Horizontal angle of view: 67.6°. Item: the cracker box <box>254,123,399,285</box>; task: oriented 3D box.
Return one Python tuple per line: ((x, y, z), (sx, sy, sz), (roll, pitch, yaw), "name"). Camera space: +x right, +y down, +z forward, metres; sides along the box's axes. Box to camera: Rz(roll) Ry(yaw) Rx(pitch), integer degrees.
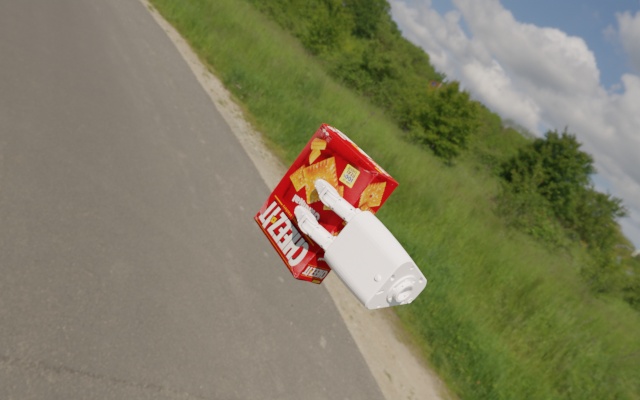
((0.000, 0.002, 0.789), (0.072, 0.214, 0.164), (23, 19, -46), "cracker box")
